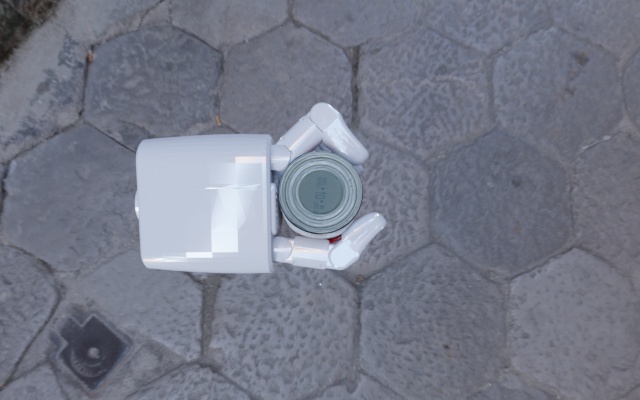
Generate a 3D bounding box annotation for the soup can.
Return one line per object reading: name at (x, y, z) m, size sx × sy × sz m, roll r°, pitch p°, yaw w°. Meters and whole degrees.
soup can at (0.001, 0.001, 0.414) m, size 0.068 × 0.068 × 0.102 m, roll 0°, pitch -10°, yaw 0°
